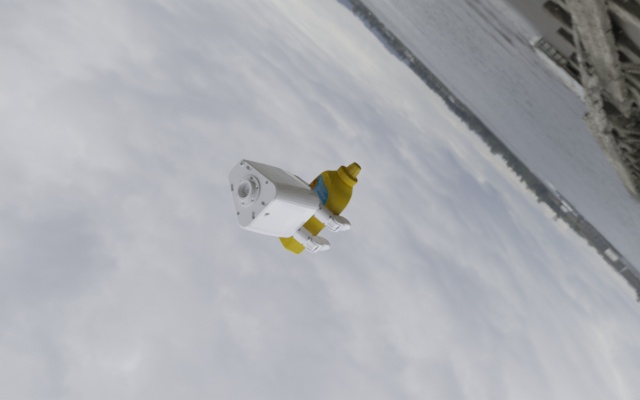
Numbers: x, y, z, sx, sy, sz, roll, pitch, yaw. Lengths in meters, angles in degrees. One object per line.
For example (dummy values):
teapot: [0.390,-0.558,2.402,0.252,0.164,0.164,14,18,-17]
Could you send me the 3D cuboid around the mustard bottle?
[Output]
mustard bottle: [0.000,0.003,0.852,0.058,0.192,0.096,32,24,-32]
